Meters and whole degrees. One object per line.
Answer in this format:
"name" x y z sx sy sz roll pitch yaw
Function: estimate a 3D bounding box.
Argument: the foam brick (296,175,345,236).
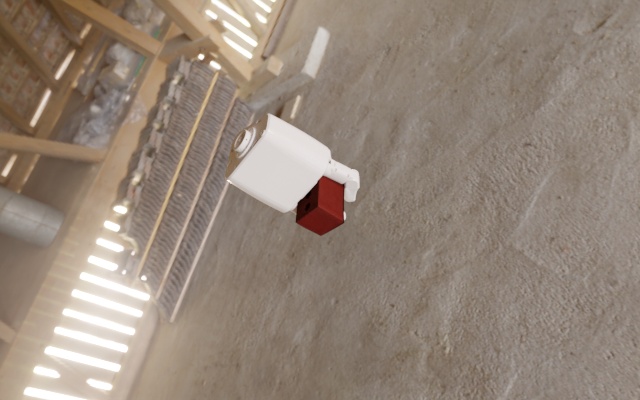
"foam brick" 0.000 0.003 0.705 0.051 0.078 0.053 30 -46 -30
